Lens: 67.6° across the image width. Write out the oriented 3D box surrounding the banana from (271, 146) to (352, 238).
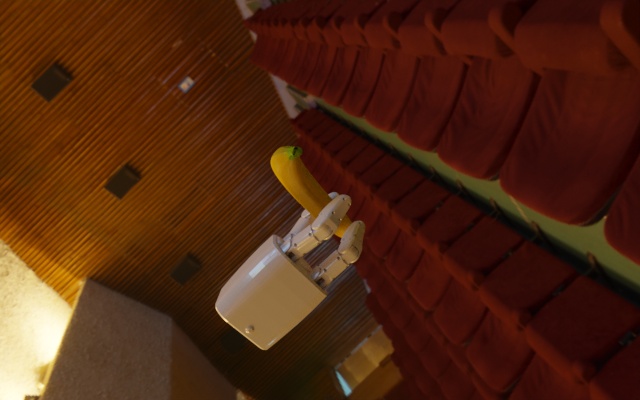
[{"bbox_3d":[-0.012,-0.009,0.599,0.069,0.037,0.198,41,-7,41],"label":"banana"}]
